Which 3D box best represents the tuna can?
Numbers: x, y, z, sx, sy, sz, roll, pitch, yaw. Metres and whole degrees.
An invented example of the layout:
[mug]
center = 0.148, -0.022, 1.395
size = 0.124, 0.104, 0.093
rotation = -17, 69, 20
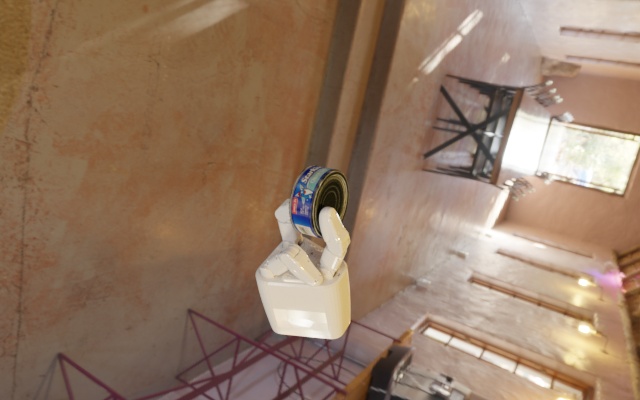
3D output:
[tuna can]
center = 0.001, 0.002, 0.577
size = 0.034, 0.086, 0.086
rotation = 13, 6, 31
